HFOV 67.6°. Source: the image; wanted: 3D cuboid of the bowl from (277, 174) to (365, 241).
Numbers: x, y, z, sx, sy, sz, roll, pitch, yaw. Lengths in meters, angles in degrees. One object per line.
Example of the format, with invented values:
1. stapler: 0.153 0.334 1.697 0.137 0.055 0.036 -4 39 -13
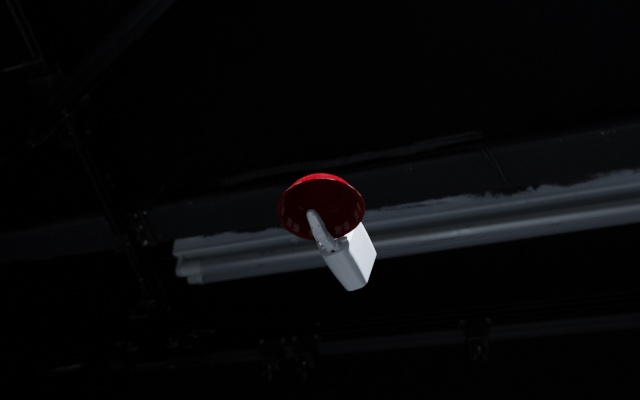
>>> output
1. bowl: 0.000 0.002 0.890 0.162 0.162 0.055 -1 45 -1
